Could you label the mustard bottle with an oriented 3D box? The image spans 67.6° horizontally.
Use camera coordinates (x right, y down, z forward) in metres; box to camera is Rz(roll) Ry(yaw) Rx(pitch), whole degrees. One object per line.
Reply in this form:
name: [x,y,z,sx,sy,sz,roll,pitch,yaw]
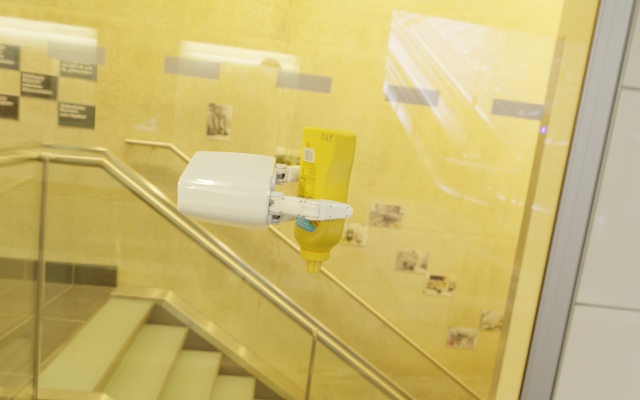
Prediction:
mustard bottle: [0.000,0.002,0.627,0.058,0.191,0.096,2,10,-28]
